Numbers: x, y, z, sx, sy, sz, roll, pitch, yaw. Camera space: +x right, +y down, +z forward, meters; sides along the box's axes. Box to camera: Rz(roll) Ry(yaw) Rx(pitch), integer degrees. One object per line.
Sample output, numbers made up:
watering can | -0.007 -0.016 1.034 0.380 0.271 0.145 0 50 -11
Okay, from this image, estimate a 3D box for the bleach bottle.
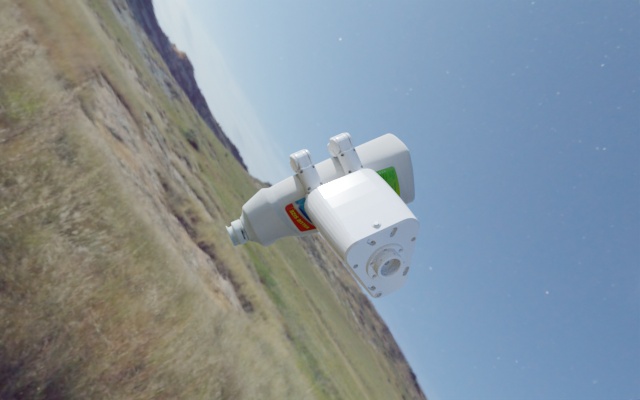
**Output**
bleach bottle | 0.000 0.002 0.632 0.251 0.103 0.068 -24 41 -11
